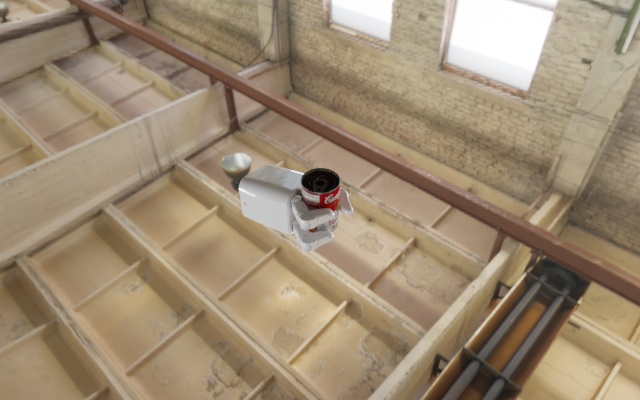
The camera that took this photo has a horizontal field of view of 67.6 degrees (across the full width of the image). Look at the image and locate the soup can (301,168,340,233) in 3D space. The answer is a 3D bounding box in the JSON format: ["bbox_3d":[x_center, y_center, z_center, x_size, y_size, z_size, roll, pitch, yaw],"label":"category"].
[{"bbox_3d":[0.001,0.003,0.850,0.068,0.102,0.068,0,42,0],"label":"soup can"}]
